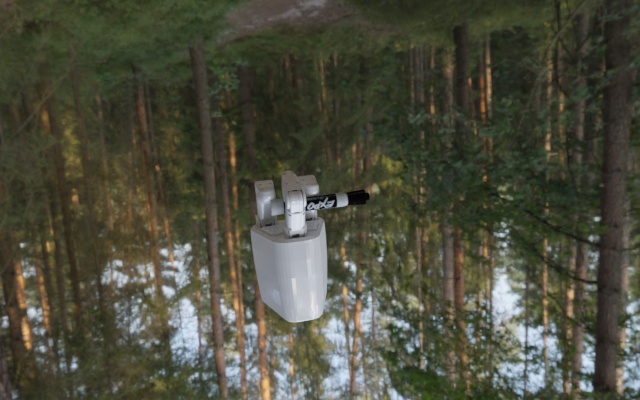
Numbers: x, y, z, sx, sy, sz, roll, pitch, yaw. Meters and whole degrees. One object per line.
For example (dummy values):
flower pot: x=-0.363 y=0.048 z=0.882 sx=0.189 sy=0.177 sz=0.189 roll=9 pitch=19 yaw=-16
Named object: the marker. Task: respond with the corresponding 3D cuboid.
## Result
marker: x=0.000 y=0.002 z=0.575 sx=0.121 sy=0.020 sz=0.020 roll=-7 pitch=1 yaw=-10
